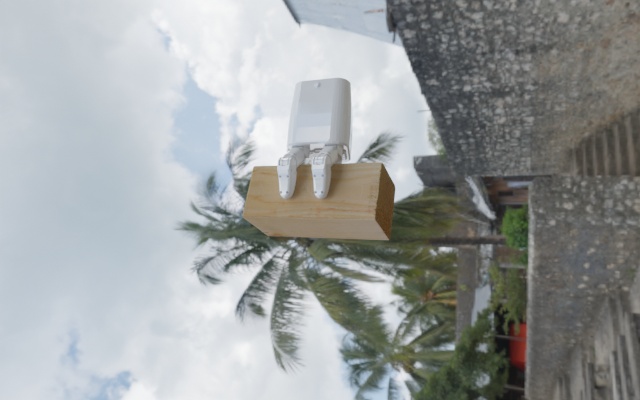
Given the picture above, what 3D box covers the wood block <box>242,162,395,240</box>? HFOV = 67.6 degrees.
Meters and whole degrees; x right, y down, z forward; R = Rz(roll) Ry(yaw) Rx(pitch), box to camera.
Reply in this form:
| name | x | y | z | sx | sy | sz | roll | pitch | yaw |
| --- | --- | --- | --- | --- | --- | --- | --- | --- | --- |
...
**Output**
| name | x | y | z | sx | sy | sz | roll | pitch | yaw |
| --- | --- | --- | --- | --- | --- | --- | --- | --- | --- |
| wood block | 0.000 | 0.002 | 0.726 | 0.206 | 0.090 | 0.091 | 0 | -22 | 23 |
